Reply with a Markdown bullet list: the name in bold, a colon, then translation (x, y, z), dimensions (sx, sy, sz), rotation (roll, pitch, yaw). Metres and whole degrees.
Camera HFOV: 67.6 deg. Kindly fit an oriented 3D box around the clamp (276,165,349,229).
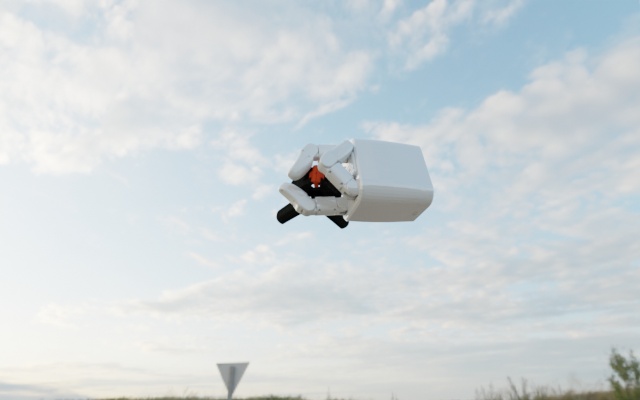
- **clamp**: translation (0.000, 0.002, 0.737), dimensions (0.120, 0.039, 0.171), rotation (3, -24, -11)
